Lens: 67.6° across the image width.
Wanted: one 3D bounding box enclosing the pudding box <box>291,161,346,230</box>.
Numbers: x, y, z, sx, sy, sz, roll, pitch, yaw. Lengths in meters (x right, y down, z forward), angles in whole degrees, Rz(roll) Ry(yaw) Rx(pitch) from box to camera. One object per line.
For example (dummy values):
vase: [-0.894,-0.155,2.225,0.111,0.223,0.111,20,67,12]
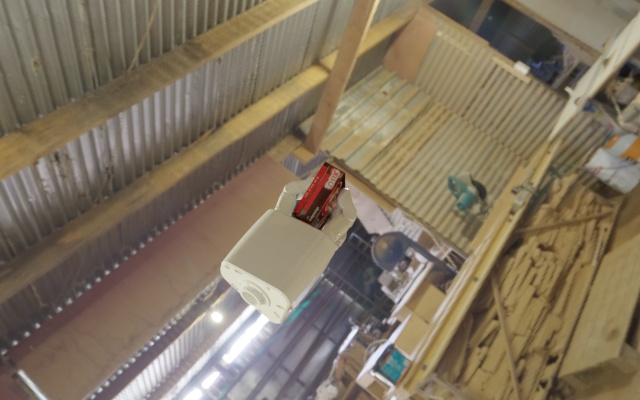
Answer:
pudding box: [0.000,0.002,0.698,0.039,0.090,0.113,32,-9,7]
